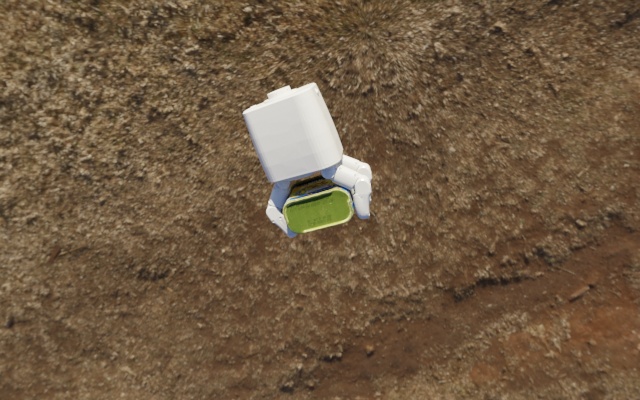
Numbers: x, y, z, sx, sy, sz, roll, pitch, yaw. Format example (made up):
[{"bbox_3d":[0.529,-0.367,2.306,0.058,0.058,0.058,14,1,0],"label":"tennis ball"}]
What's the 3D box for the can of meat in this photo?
[{"bbox_3d":[0.000,0.002,0.688,0.102,0.057,0.084,-16,17,11],"label":"can of meat"}]
